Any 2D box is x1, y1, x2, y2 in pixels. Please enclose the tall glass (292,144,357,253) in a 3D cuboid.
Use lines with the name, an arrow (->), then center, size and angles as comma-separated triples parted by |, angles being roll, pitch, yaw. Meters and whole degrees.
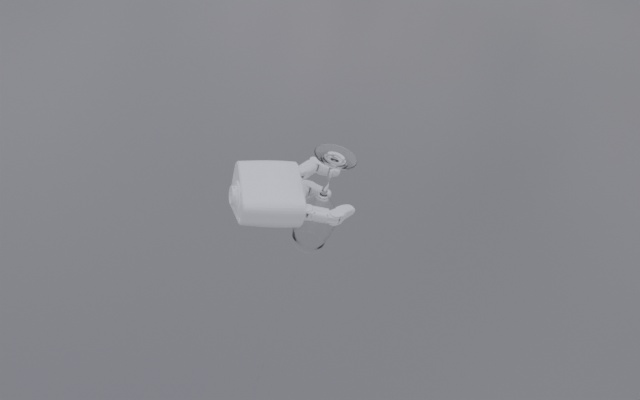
tall glass -> 0.000, 0.002, 0.852 | 0.079, 0.201, 0.079 | 12, 36, -9
